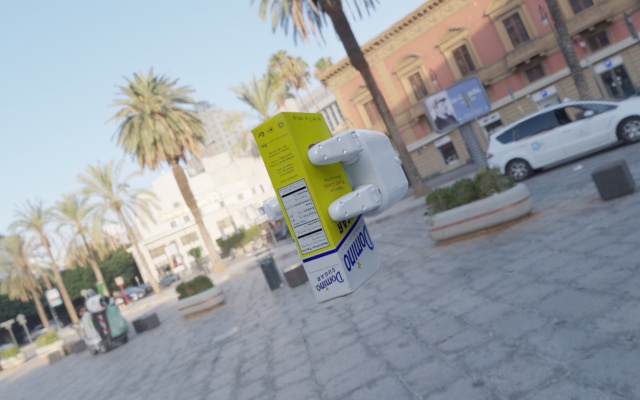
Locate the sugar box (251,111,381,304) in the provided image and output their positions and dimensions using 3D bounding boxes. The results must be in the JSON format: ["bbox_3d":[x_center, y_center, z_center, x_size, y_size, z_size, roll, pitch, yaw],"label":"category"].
[{"bbox_3d":[0.001,0.001,0.472,0.048,0.176,0.093,-25,-1,26],"label":"sugar box"}]
